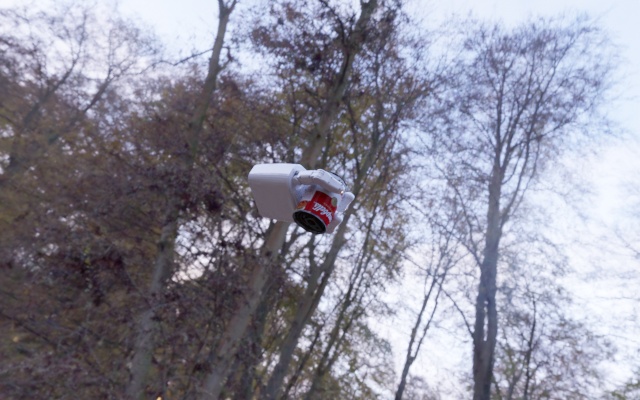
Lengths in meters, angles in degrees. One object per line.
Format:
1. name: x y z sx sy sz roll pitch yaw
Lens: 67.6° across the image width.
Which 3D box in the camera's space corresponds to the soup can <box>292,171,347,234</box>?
1. soup can: 0.001 0.003 0.890 0.068 0.102 0.069 20 -32 13
